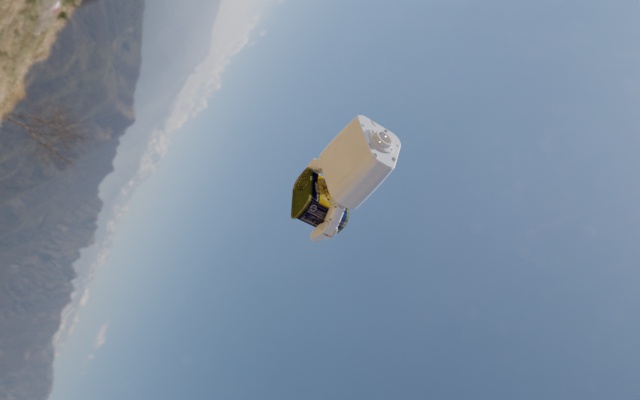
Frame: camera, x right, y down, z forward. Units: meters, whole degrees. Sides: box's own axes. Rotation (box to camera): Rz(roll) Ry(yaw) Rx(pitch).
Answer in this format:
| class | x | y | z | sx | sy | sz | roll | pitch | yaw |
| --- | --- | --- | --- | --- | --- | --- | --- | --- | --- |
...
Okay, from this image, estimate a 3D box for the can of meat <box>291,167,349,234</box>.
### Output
| class | x | y | z | sx | sy | sz | roll | pitch | yaw |
| --- | --- | --- | --- | --- | --- | --- | --- | --- | --- |
| can of meat | 0.000 | 0.003 | 0.827 | 0.084 | 0.102 | 0.057 | 26 | -54 | -22 |
